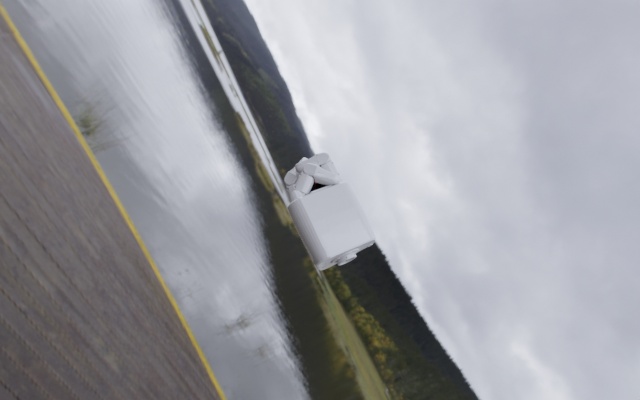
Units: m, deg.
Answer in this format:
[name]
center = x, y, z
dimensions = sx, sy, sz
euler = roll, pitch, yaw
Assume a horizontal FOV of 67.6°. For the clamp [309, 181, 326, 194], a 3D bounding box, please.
[clamp]
center = 0.001, 0.002, 0.871
dimensions = 0.039, 0.120, 0.171
euler = -25, -16, -4
